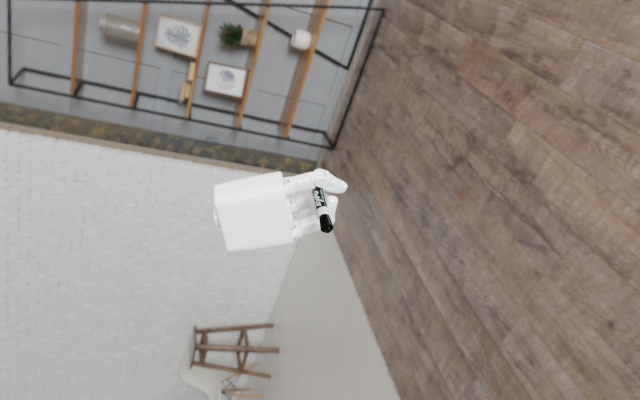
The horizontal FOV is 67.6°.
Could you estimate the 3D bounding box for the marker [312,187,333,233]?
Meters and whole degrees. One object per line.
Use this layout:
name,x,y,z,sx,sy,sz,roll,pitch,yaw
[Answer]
marker,0.000,0.002,0.714,0.020,0.020,0.121,0,43,-13
